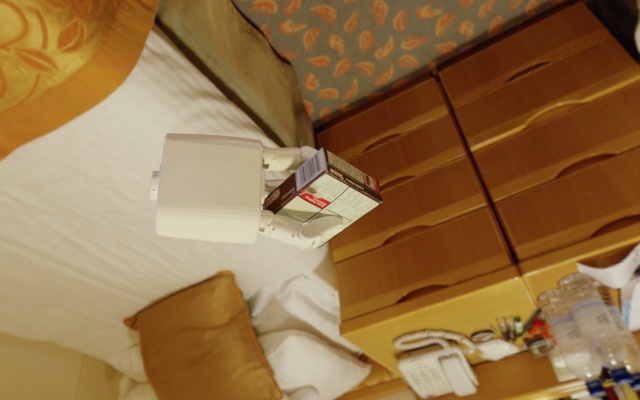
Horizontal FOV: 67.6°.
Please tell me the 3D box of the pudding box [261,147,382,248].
[{"bbox_3d":[0.000,0.002,0.551,0.090,0.039,0.113,27,-49,-34],"label":"pudding box"}]
